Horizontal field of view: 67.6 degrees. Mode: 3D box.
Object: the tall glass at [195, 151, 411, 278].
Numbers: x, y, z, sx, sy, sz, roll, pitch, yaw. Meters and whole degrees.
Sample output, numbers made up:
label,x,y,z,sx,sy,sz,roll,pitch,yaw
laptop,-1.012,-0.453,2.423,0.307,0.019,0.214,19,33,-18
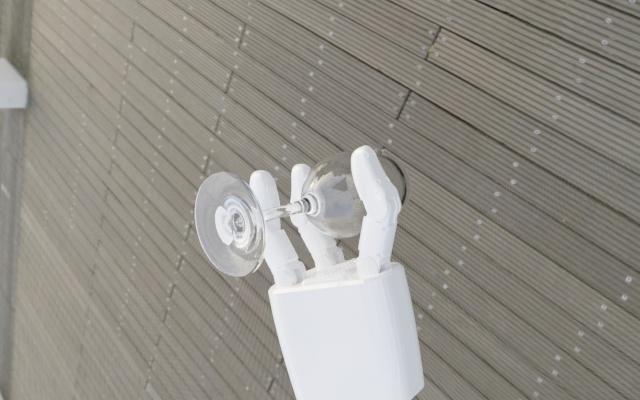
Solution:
label,x,y,z,sx,sy,sz,roll,pitch,yaw
tall glass,0.000,0.001,0.401,0.079,0.079,0.201,0,10,40
